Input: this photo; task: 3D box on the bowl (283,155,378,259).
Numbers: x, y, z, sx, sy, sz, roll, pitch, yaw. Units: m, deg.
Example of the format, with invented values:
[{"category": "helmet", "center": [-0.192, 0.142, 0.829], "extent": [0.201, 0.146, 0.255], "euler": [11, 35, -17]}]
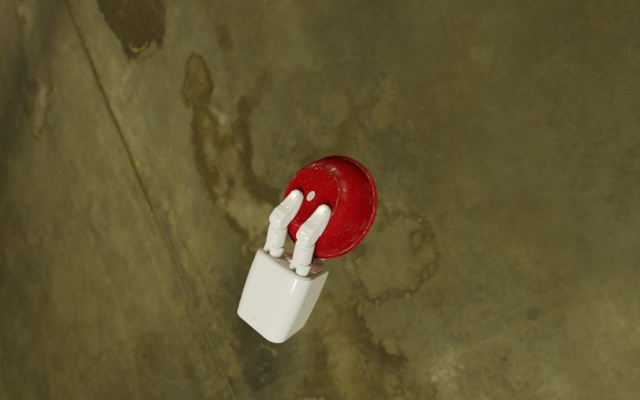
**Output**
[{"category": "bowl", "center": [0.000, 0.001, 0.703], "extent": [0.162, 0.162, 0.055], "euler": [0, -14, 32]}]
